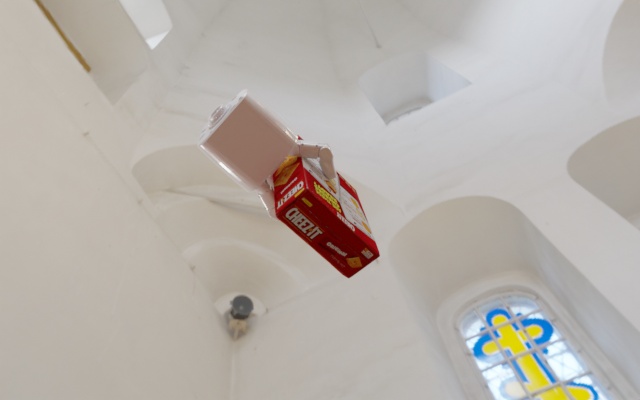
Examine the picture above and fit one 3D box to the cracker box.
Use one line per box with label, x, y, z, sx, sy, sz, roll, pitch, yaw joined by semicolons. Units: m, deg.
cracker box;0.000;0.002;0.773;0.164;0.072;0.213;42;17;-25
